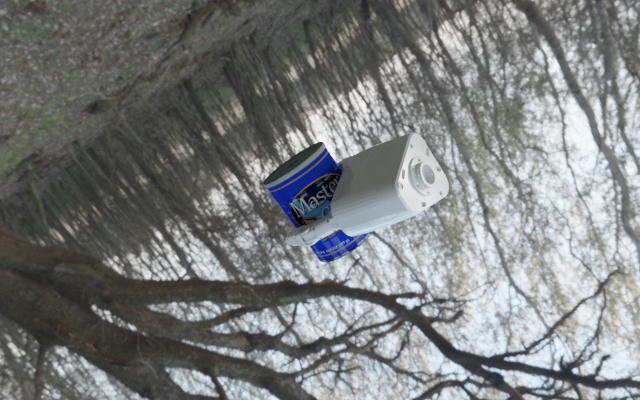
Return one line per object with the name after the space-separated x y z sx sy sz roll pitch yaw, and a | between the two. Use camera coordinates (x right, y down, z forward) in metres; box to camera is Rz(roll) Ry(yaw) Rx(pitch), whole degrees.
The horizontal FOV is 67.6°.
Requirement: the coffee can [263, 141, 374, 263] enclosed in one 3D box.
0.000 0.002 0.682 0.103 0.140 0.102 -33 14 9 | coffee can
